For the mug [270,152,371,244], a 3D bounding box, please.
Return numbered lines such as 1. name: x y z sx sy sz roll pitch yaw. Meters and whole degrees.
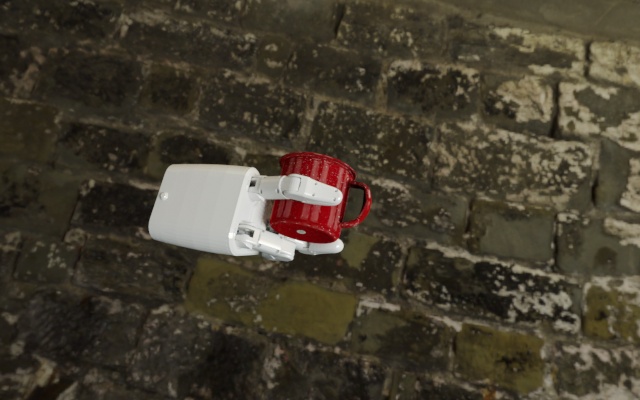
1. mug: 0.001 0.002 0.547 0.117 0.081 0.093 6 -19 17
